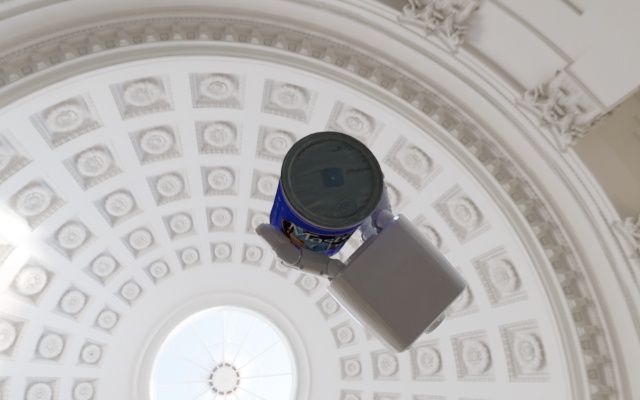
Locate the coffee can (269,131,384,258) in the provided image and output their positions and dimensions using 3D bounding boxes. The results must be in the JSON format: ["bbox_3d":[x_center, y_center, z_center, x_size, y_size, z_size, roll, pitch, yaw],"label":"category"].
[{"bbox_3d":[0.000,0.002,0.527,0.103,0.102,0.140,0,-20,-11],"label":"coffee can"}]
